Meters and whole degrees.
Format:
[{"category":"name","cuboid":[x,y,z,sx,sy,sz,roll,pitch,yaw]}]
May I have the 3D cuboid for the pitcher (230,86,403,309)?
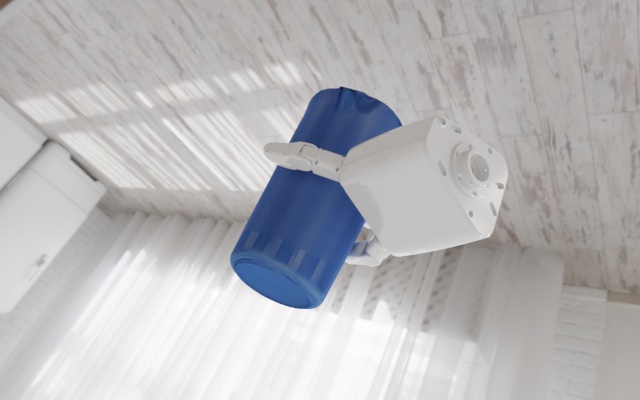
[{"category":"pitcher","cuboid":[0.000,0.002,0.557,0.149,0.242,0.145,42,-33,-24]}]
